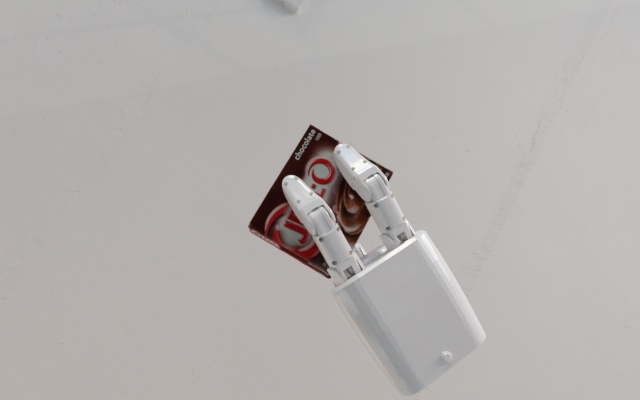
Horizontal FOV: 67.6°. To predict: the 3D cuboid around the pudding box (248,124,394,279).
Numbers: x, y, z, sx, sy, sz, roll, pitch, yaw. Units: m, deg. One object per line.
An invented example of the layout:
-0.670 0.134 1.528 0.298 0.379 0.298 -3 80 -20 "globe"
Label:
0.000 0.002 0.438 0.090 0.113 0.039 30 -15 -1 "pudding box"
